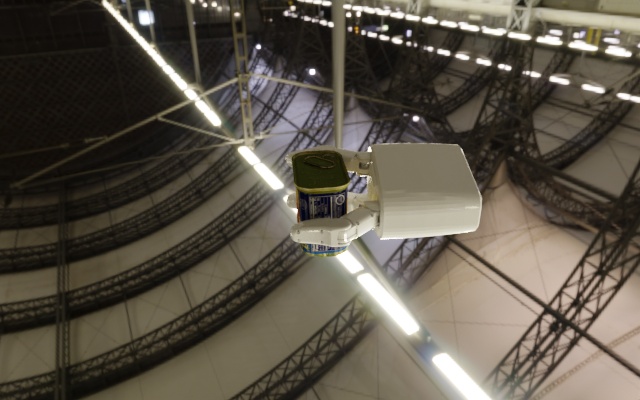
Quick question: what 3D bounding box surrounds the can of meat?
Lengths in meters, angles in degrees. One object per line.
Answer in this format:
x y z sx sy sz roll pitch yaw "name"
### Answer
0.000 0.002 0.528 0.057 0.084 0.102 -4 27 -4 "can of meat"
